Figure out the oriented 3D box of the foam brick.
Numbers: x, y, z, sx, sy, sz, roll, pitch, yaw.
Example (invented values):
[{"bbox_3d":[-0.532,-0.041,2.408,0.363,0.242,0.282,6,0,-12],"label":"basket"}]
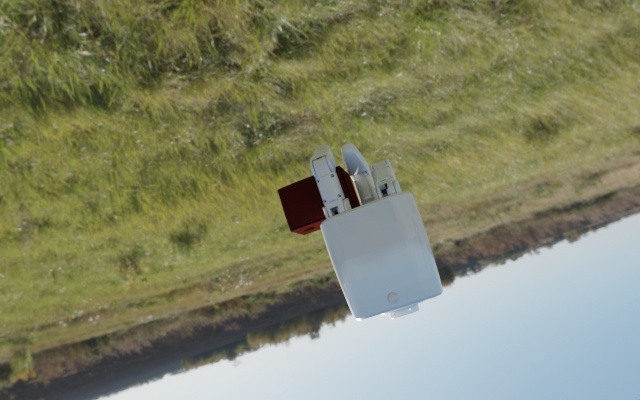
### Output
[{"bbox_3d":[0.000,0.002,0.538,0.078,0.051,0.053,-21,-12,12],"label":"foam brick"}]
